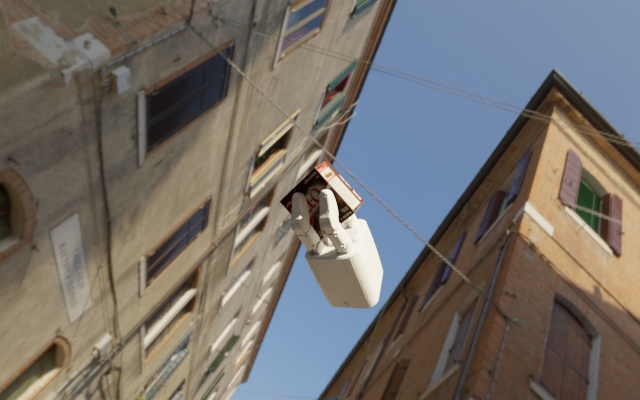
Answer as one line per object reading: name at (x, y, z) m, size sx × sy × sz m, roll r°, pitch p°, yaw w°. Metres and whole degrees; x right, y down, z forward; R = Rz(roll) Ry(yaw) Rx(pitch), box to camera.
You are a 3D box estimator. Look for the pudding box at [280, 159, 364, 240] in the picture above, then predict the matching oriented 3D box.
pudding box at (0.000, 0.002, 0.743) m, size 0.113 × 0.090 × 0.039 m, roll -41°, pitch 2°, yaw 43°
